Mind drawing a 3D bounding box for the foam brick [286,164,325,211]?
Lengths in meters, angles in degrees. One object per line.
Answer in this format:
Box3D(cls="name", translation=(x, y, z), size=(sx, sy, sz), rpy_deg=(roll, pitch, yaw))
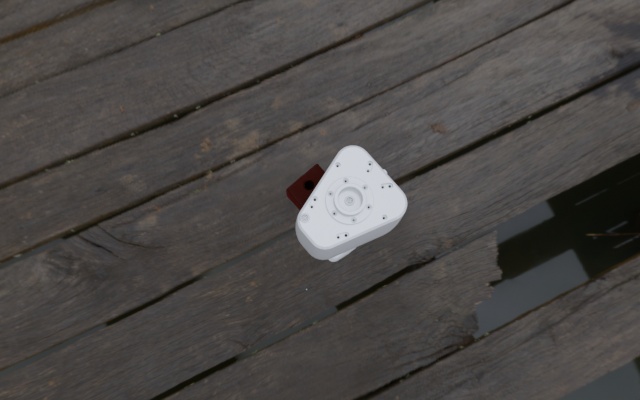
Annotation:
Box3D(cls="foam brick", translation=(0.000, 0.002, 0.608), size=(0.053, 0.078, 0.051), rpy_deg=(-40, -8, -8))
